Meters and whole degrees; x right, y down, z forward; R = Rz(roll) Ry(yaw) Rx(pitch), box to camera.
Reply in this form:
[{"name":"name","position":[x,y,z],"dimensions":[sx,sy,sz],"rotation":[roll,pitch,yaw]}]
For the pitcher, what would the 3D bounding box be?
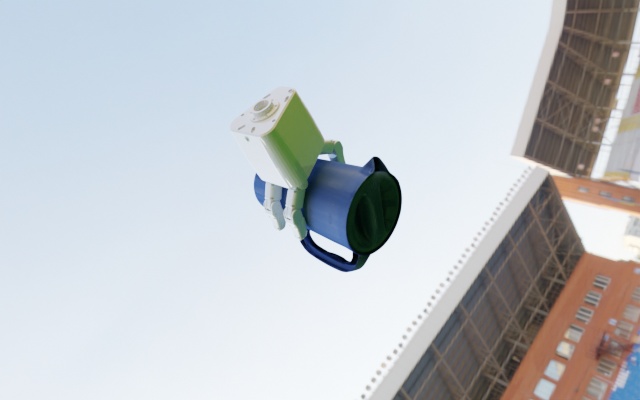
[{"name":"pitcher","position":[0.000,0.002,0.791],"dimensions":[0.243,0.149,0.145],"rotation":[19,-29,42]}]
